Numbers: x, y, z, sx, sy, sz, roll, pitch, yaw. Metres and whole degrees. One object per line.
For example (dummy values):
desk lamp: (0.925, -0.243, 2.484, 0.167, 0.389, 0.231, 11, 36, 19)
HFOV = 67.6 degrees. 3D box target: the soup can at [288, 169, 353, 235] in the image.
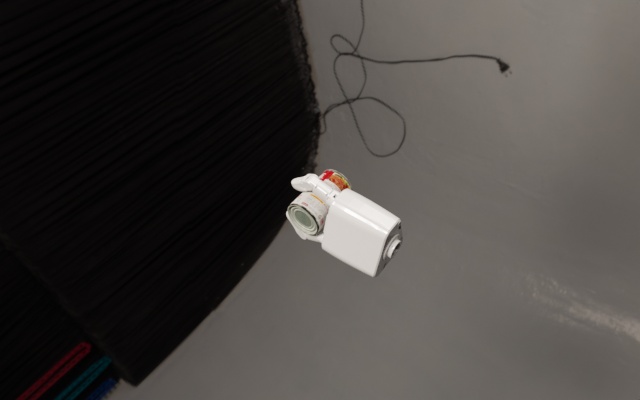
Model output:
soup can: (0.000, 0.003, 0.826, 0.068, 0.068, 0.102, 0, 37, 50)
